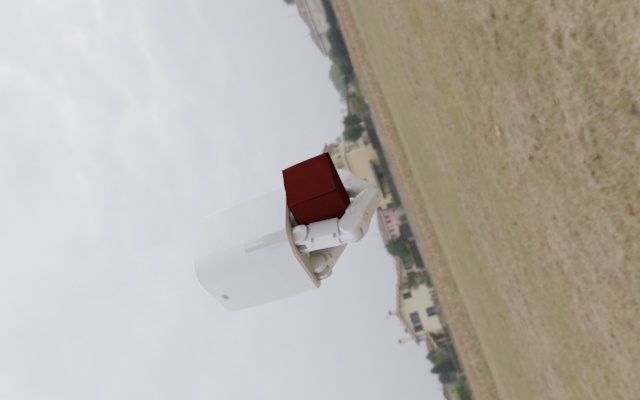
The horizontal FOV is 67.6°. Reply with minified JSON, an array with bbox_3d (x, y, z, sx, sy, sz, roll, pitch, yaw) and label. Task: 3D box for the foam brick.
[{"bbox_3d":[0.000,0.001,0.482,0.051,0.053,0.078,-19,-42,9],"label":"foam brick"}]
